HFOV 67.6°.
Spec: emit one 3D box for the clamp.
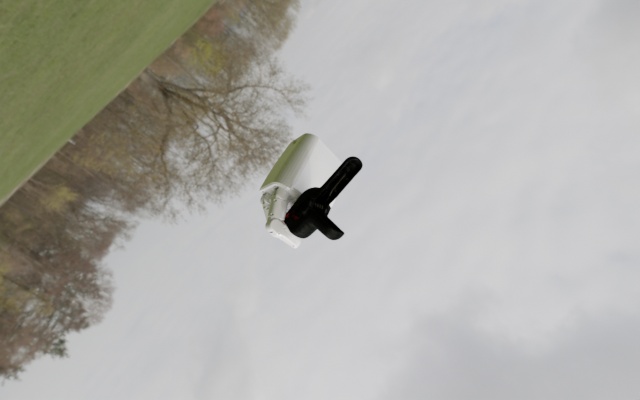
[{"bbox_3d":[0.000,0.003,0.679,0.039,0.120,0.171,35,-21,-23],"label":"clamp"}]
